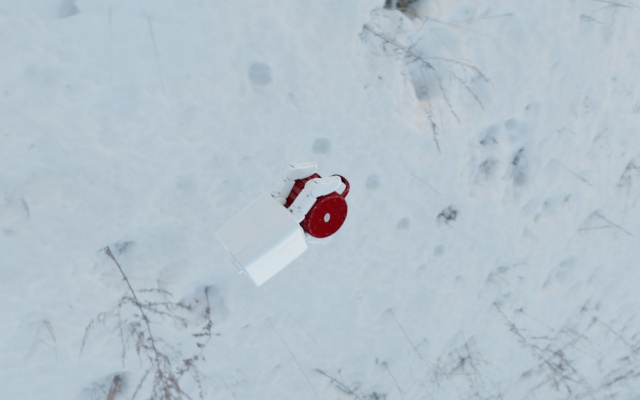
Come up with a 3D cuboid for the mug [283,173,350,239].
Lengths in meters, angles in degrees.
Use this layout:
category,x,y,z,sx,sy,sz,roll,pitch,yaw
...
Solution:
category,x,y,z,sx,sy,sz,roll,pitch,yaw
mug,0.001,0.002,0.790,0.117,0.093,0.081,-40,45,-12
